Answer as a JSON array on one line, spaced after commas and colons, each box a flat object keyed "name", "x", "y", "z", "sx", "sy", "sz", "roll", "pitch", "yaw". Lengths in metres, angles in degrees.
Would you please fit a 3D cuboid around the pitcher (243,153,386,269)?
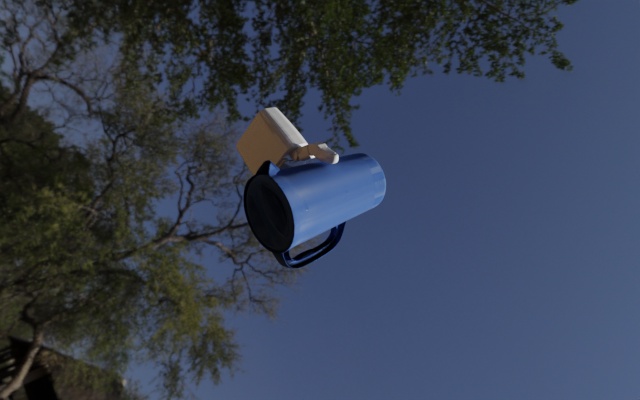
[{"name": "pitcher", "x": 0.000, "y": 0.003, "z": 0.832, "sx": 0.243, "sy": 0.145, "sz": 0.149, "roll": -19, "pitch": -30, "yaw": -39}]
